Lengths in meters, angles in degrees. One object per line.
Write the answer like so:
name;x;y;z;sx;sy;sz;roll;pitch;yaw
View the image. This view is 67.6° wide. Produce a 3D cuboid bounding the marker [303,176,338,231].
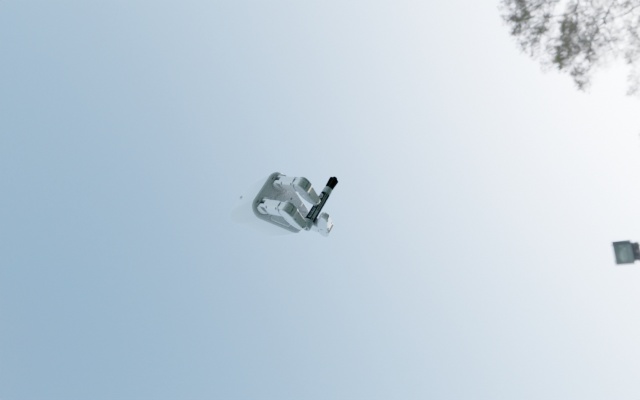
marker;0.000;0.003;0.862;0.020;0.121;0.020;23;-30;14
